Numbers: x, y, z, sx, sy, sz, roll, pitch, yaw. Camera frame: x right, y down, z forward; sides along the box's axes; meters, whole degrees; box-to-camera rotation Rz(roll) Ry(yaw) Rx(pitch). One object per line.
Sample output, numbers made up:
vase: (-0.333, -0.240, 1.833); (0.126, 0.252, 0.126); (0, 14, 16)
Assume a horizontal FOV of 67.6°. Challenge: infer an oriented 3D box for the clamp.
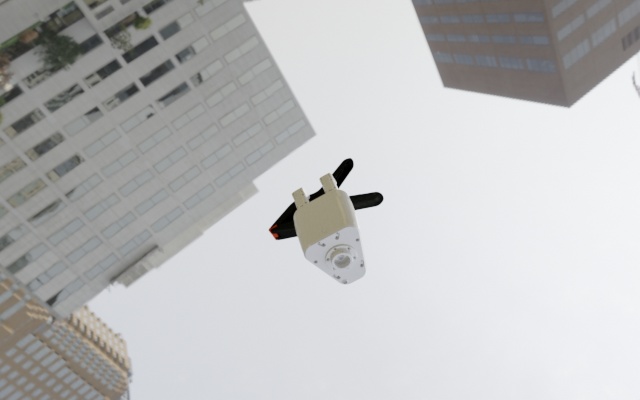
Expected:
clamp: (0.000, 0.004, 0.872); (0.210, 0.036, 0.164); (-28, 32, 6)
